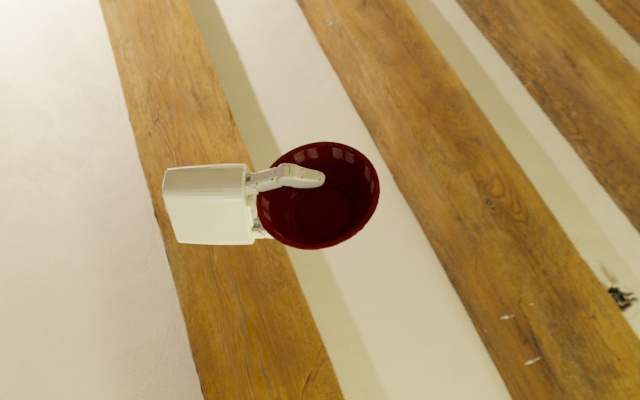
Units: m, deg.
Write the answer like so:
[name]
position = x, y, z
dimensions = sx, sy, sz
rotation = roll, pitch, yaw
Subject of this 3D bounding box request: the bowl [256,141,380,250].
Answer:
[bowl]
position = 0.001, 0.002, 0.628
dimensions = 0.162, 0.162, 0.055
rotation = 0, -31, 14
